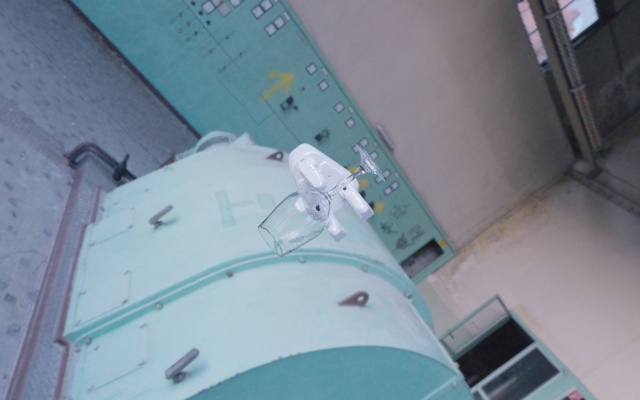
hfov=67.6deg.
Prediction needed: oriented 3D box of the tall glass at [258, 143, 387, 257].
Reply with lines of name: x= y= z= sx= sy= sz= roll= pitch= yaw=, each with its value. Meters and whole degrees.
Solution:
tall glass: x=0.001 y=0.002 z=0.736 sx=0.201 sy=0.079 sz=0.079 roll=-38 pitch=-3 yaw=3
